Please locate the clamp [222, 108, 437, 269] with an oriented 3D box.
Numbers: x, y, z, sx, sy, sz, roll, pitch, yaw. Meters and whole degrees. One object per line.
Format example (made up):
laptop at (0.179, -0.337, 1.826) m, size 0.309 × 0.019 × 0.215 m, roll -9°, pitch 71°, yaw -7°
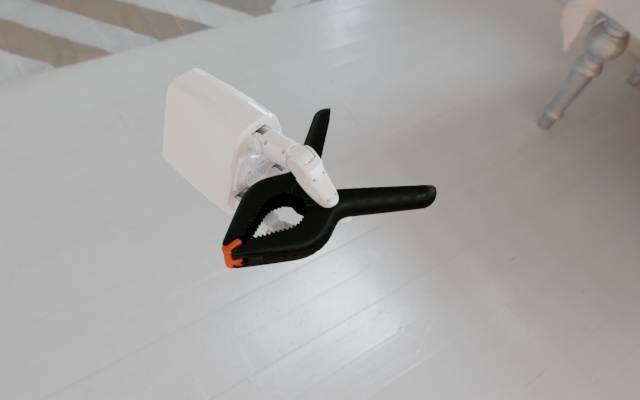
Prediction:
clamp at (0.000, 0.001, 0.462) m, size 0.164 × 0.036 × 0.210 m, roll 34°, pitch 58°, yaw 22°
